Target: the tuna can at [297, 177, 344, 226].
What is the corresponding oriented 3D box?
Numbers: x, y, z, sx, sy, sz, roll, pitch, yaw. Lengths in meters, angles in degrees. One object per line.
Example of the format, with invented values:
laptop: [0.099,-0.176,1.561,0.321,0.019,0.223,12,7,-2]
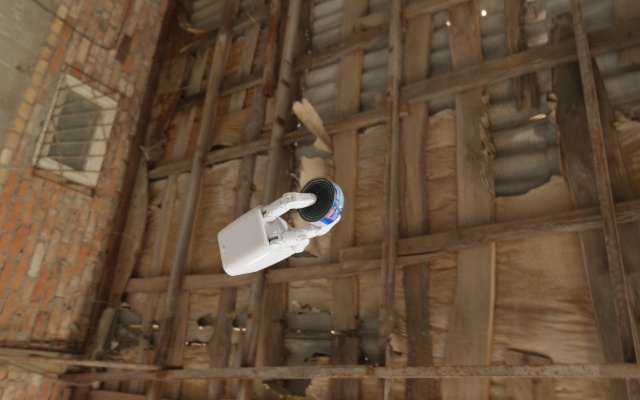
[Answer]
tuna can: [0.001,0.003,0.863,0.086,0.086,0.034,0,-18,38]
